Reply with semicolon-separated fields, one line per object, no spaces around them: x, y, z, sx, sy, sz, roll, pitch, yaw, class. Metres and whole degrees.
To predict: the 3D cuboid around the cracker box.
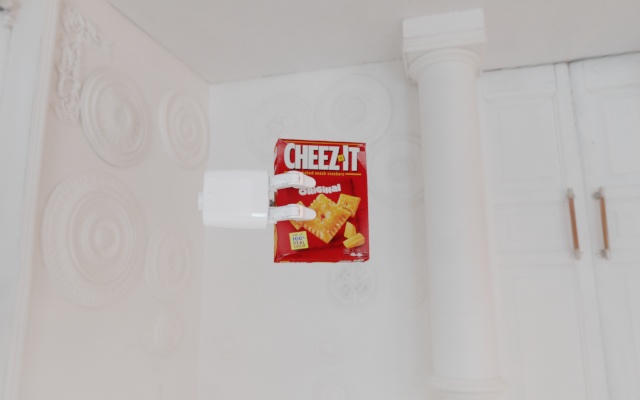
0.000;0.003;0.846;0.164;0.213;0.072;1;-11;-11;cracker box
